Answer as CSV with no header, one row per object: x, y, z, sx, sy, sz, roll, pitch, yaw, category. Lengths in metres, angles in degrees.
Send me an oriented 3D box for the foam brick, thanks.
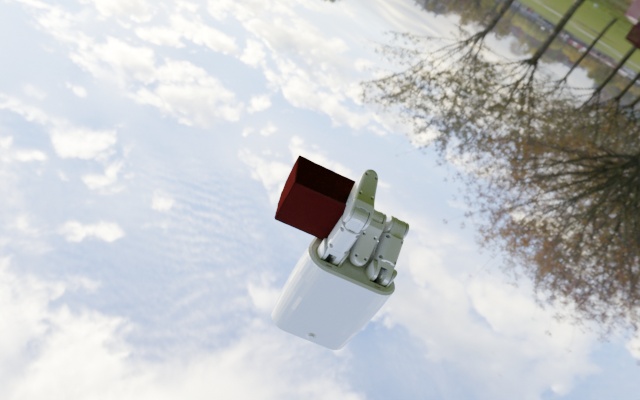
0.000,0.001,0.480,0.078,0.051,0.053,25,33,-11,foam brick
